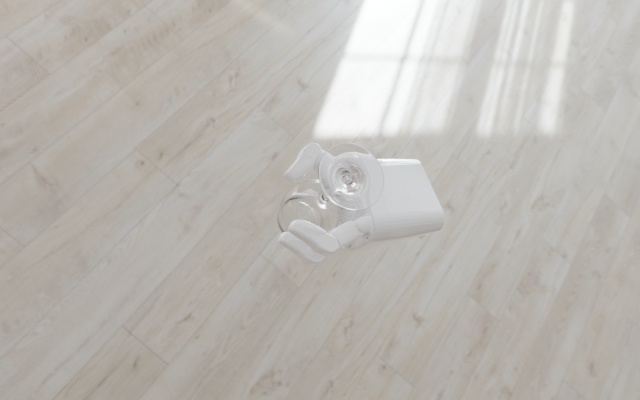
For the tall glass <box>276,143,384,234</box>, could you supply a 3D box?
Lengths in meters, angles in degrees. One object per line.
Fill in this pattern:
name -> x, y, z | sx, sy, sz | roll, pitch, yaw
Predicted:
tall glass -> 0.000, 0.002, 0.582 | 0.079, 0.079, 0.201 | 0, -16, -20
